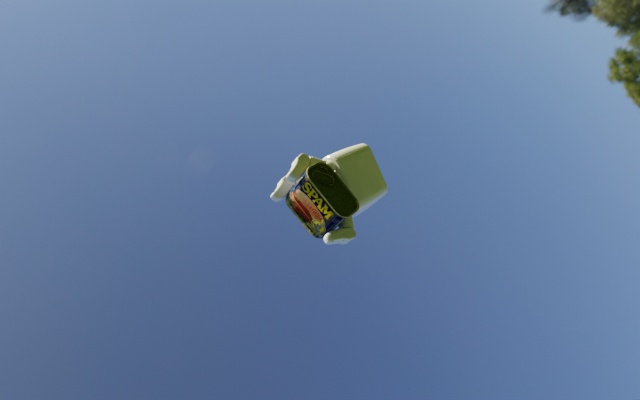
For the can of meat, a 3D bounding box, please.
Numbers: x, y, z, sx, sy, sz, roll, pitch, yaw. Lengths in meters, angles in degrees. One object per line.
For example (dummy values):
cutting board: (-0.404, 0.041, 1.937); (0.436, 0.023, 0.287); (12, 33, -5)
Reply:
can of meat: (0.000, 0.003, 0.785); (0.057, 0.102, 0.084); (-31, -10, -45)
